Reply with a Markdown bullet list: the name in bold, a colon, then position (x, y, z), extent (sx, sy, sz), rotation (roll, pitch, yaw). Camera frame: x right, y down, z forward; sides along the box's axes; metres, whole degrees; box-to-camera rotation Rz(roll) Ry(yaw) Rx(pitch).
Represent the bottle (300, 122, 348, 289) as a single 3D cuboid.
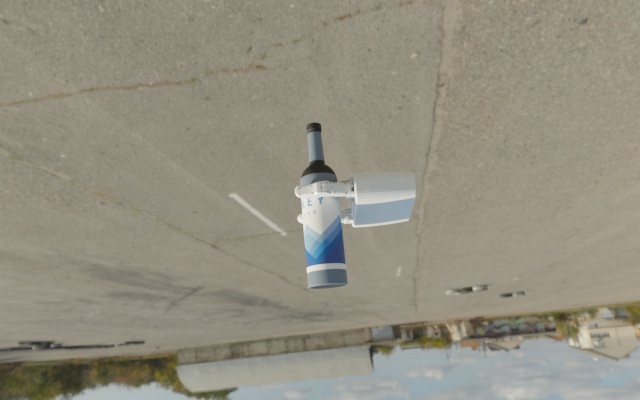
- **bottle**: position (0.000, 0.003, 0.838), extent (0.069, 0.295, 0.069), rotation (-5, -16, -1)
